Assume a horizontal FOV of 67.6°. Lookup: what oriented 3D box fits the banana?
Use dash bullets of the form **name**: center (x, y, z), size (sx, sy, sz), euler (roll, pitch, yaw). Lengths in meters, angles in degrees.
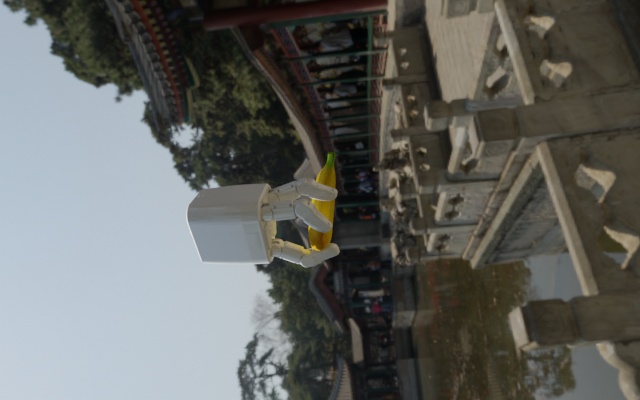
- **banana**: center (0.002, 0.013, 0.742), size (0.037, 0.197, 0.070), euler (0, -43, 6)
